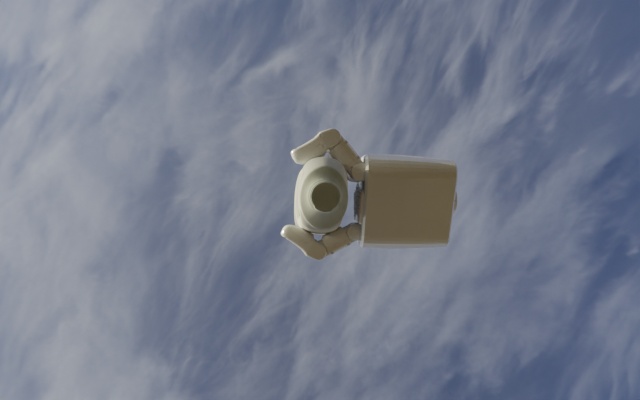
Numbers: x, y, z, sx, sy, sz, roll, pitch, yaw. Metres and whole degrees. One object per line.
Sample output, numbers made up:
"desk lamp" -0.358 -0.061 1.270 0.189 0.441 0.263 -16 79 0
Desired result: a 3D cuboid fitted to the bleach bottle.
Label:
"bleach bottle" 0.000 0.002 0.580 0.068 0.102 0.251 1 2 -2
